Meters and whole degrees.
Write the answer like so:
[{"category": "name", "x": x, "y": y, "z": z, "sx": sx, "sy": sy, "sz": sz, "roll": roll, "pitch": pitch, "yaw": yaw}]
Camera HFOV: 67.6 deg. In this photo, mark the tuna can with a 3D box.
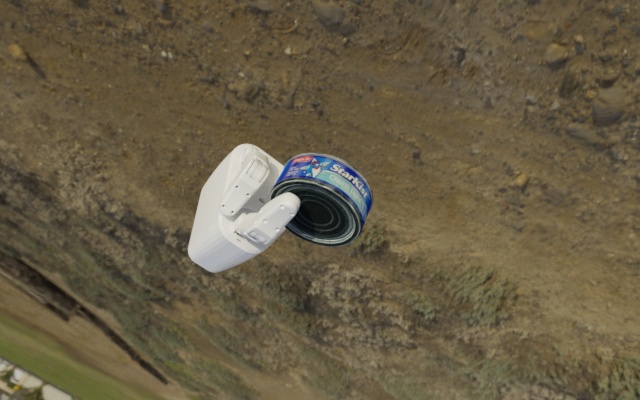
[{"category": "tuna can", "x": 0.000, "y": 0.002, "z": 0.413, "sx": 0.086, "sy": 0.033, "sz": 0.086, "roll": 15, "pitch": -39, "yaw": 13}]
